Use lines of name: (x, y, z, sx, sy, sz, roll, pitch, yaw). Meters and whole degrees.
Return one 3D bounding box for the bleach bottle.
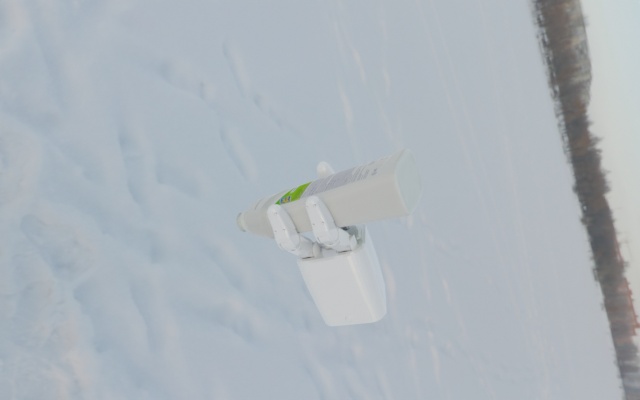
bleach bottle: (0.000, 0.002, 0.628, 0.251, 0.068, 0.102, -13, 18, 28)
